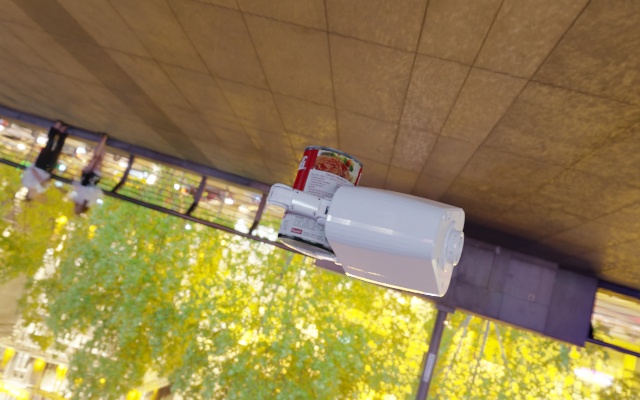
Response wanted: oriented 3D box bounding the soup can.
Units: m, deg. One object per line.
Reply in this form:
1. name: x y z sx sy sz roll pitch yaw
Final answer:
1. soup can: 0.000 0.002 0.512 0.068 0.102 0.068 17 -11 3
